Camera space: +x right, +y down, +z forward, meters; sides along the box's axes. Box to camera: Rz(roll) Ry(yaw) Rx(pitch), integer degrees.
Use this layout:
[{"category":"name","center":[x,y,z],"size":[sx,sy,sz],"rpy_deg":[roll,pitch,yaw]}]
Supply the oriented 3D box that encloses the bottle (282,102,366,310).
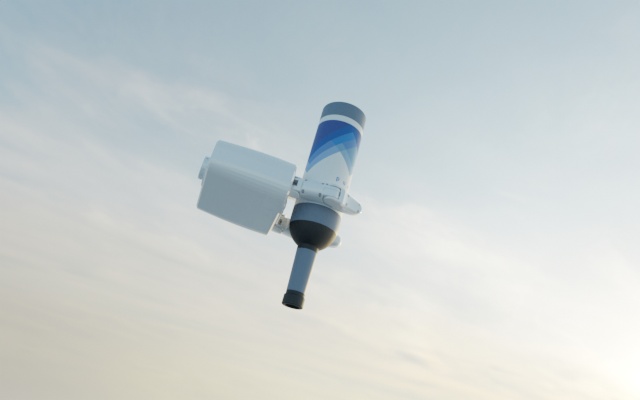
[{"category":"bottle","center":[0.000,0.002,0.651],"size":[0.069,0.295,0.069],"rpy_deg":[13,-25,6]}]
